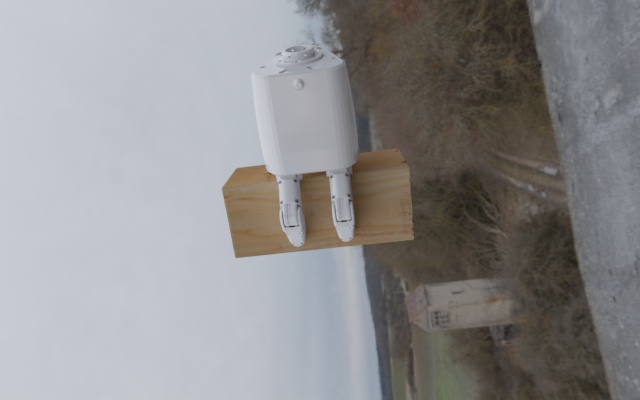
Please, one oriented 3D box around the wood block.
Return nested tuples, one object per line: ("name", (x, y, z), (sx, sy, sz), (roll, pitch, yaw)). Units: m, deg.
("wood block", (0.000, 0.001, 0.572), (0.206, 0.090, 0.090), (-6, 19, 4))
